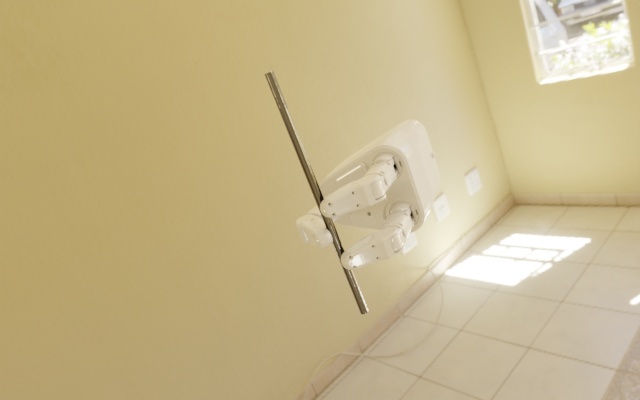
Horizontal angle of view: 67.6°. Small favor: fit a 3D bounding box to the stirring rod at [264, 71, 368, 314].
[{"bbox_3d":[0.000,0.001,0.429,0.011,0.239,0.011,-20,17,6],"label":"stirring rod"}]
